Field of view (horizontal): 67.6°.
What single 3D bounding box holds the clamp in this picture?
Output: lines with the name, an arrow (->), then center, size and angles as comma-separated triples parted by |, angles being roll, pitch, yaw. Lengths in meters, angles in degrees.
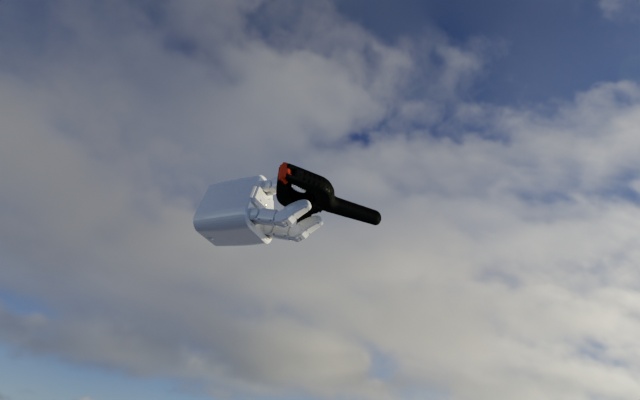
clamp -> 0.000, 0.002, 0.784 | 0.164, 0.036, 0.210 | -9, -33, 19
